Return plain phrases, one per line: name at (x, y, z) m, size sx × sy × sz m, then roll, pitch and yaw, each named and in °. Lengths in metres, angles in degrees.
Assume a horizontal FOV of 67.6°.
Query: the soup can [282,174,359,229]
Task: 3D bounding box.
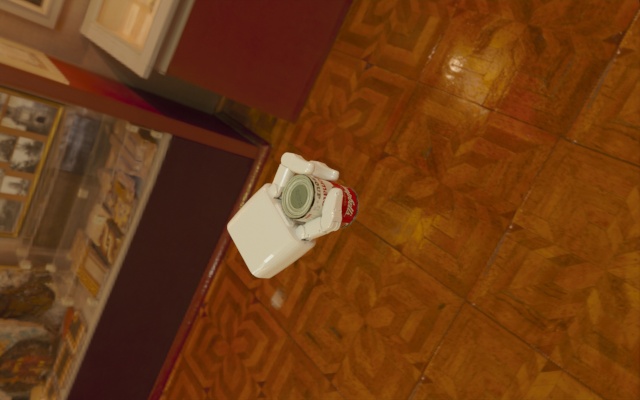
soup can at (0.000, 0.002, 0.717) m, size 0.068 × 0.068 × 0.102 m, roll 0°, pitch -10°, yaw 43°
